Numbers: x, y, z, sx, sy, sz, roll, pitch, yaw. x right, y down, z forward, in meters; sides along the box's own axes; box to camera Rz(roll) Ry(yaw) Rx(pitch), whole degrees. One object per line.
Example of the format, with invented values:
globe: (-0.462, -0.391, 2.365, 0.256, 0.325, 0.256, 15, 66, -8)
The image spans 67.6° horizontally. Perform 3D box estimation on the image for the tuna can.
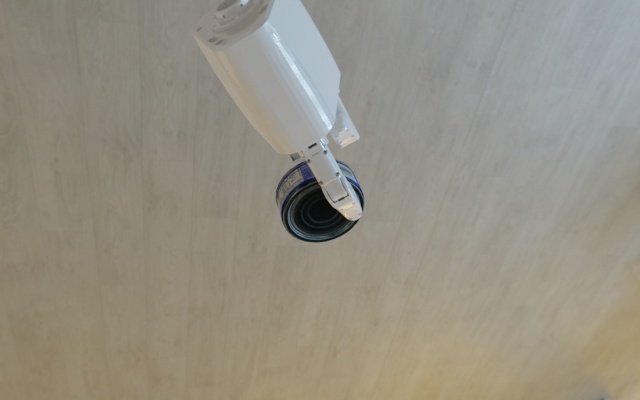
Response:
tuna can: (0.000, 0.002, 0.478, 0.086, 0.086, 0.033, 0, 39, -18)
